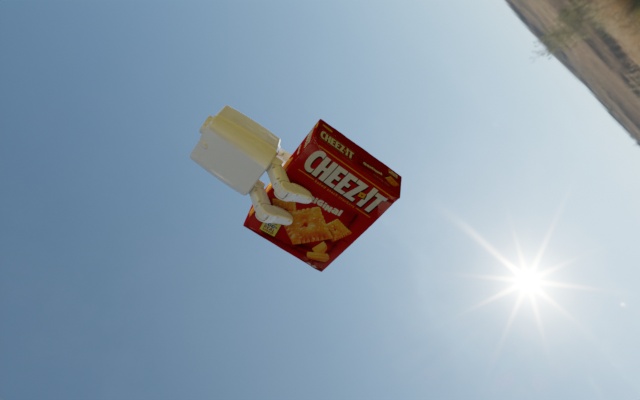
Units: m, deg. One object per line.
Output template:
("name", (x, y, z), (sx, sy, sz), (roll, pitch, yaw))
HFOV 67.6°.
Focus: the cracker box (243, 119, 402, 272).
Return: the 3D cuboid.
("cracker box", (0.000, 0.003, 0.774), (0.164, 0.214, 0.072), (33, 34, -14))
